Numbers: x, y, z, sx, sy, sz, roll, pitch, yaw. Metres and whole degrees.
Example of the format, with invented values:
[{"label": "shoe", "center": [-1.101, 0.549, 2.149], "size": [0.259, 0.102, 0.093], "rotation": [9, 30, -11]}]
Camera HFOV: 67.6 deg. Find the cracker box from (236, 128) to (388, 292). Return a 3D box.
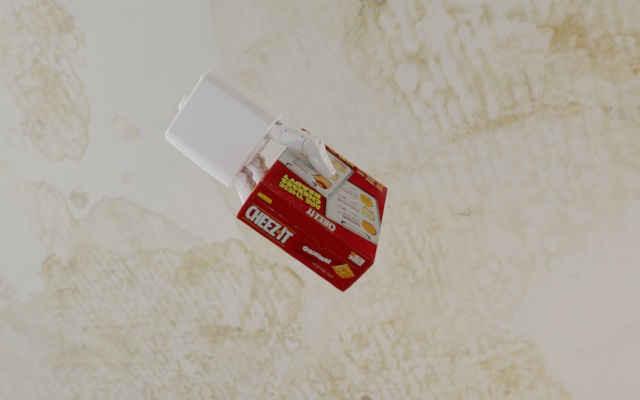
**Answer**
[{"label": "cracker box", "center": [0.000, 0.002, 0.649], "size": [0.164, 0.072, 0.213], "rotation": [35, 28, -5]}]
